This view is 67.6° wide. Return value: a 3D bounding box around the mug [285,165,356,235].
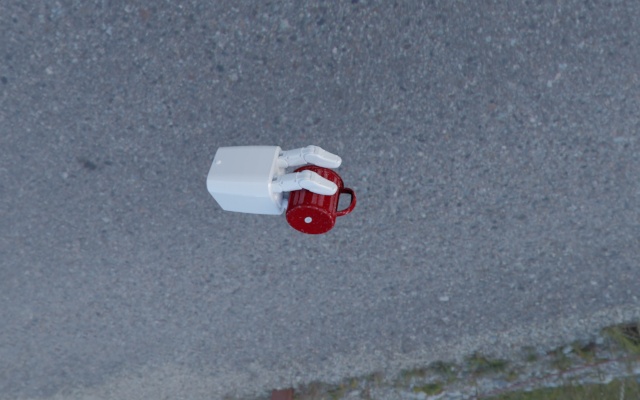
[{"bbox_3d":[0.002,0.003,0.782,0.117,0.081,0.093,2,-38,10],"label":"mug"}]
